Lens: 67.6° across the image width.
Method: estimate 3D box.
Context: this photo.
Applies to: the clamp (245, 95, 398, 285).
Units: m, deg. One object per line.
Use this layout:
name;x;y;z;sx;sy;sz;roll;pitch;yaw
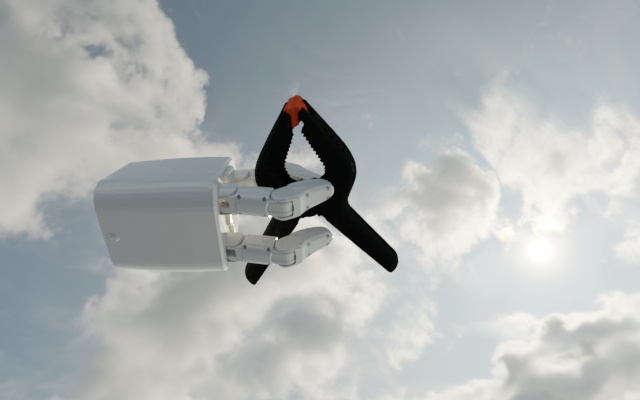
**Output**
clamp;0.000;0.001;0.466;0.164;0.210;0.036;-1;34;-1
